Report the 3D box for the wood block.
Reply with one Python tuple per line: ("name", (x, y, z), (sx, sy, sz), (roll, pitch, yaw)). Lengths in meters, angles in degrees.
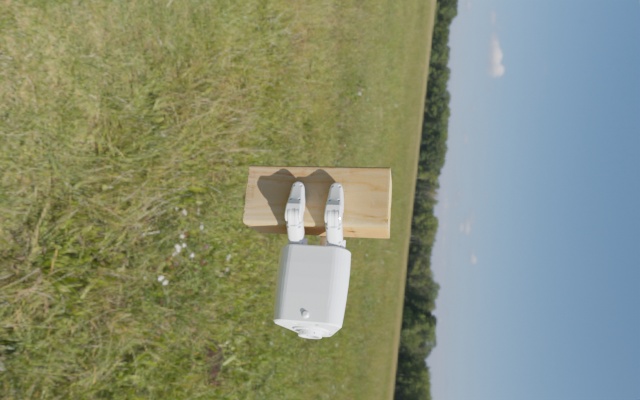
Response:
("wood block", (0.000, 0.003, 0.715), (0.206, 0.090, 0.091), (2, -14, 10))
